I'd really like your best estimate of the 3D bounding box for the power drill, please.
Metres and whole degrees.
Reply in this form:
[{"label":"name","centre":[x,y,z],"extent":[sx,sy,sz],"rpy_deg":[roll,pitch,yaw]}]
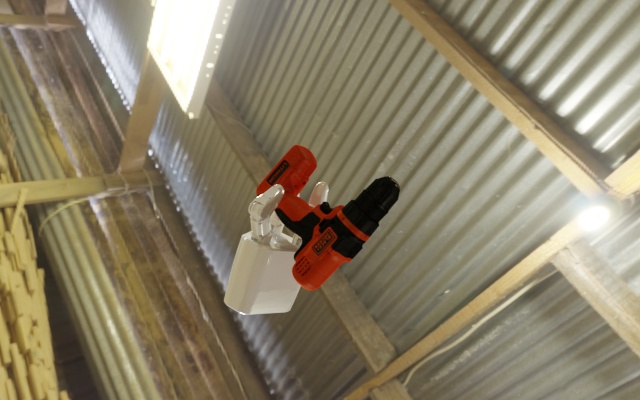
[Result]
[{"label":"power drill","centre":[0.000,0.002,0.661],"extent":[0.057,0.184,0.187],"rpy_deg":[34,13,-47]}]
